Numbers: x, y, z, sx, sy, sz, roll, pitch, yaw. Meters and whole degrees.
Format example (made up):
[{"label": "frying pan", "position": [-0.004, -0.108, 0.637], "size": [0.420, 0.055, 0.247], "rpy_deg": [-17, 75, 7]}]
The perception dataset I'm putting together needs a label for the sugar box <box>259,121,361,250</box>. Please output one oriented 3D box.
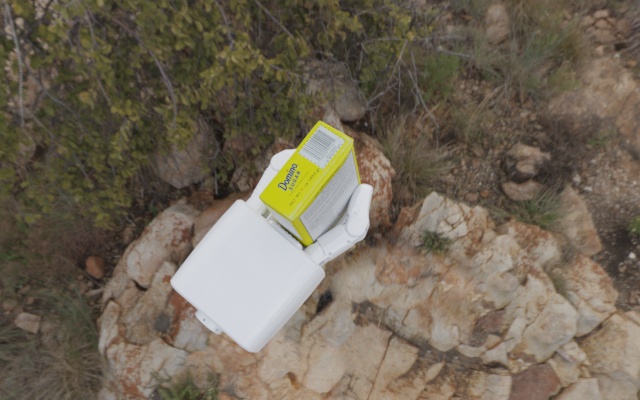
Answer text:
[{"label": "sugar box", "position": [0.000, 0.001, 0.495], "size": [0.048, 0.093, 0.176], "rpy_deg": [35, -12, 16]}]
